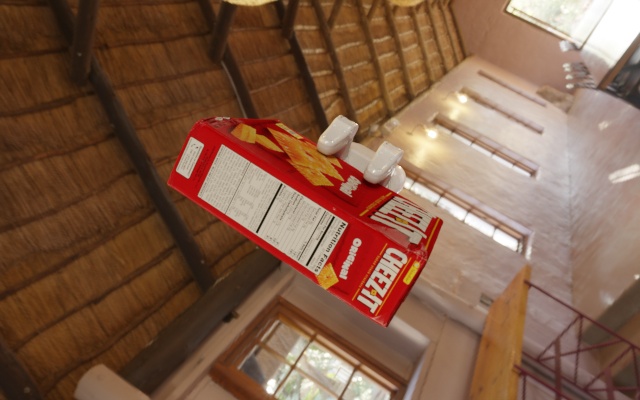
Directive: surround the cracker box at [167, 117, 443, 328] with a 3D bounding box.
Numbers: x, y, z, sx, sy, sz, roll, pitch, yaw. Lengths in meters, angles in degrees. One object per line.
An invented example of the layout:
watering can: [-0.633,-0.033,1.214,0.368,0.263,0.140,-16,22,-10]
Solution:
cracker box: [0.000,0.001,0.438,0.213,0.072,0.164,31,17,12]
